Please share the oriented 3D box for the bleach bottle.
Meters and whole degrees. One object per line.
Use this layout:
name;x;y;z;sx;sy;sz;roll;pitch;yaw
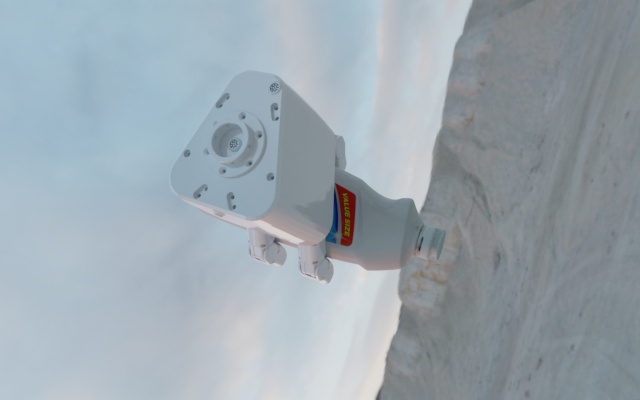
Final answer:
bleach bottle;0.000;0.002;0.478;0.251;0.102;0.068;16;-7;22
